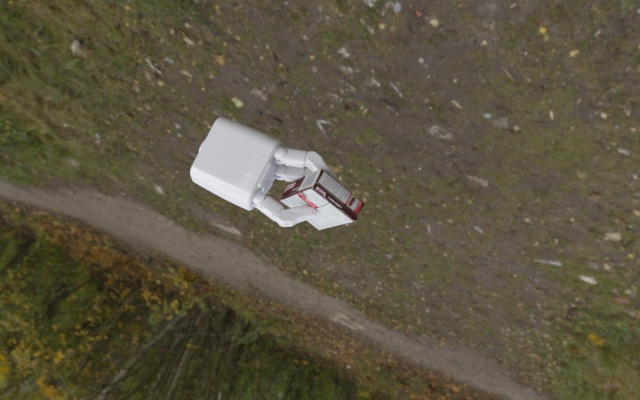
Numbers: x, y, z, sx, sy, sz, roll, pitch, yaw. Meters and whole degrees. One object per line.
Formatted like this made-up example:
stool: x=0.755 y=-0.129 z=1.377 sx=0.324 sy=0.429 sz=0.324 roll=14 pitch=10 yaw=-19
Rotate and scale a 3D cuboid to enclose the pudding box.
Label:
pudding box: x=0.000 y=0.003 z=0.743 sx=0.090 sy=0.039 sz=0.113 roll=37 pitch=-24 yaw=-19
